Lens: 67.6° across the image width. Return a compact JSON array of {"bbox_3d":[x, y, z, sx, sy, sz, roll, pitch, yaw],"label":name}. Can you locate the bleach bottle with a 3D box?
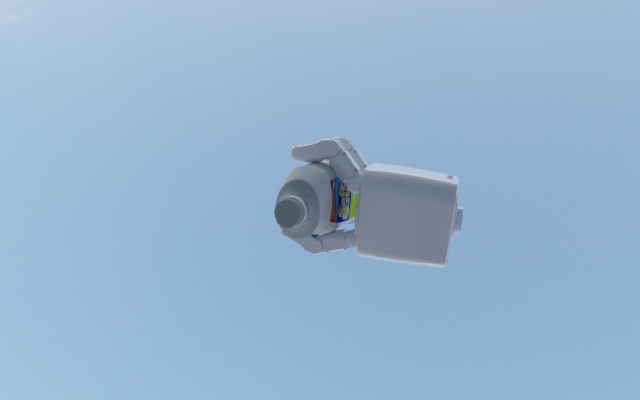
[{"bbox_3d":[0.000,0.002,0.585,0.068,0.102,0.251,9,11,14],"label":"bleach bottle"}]
